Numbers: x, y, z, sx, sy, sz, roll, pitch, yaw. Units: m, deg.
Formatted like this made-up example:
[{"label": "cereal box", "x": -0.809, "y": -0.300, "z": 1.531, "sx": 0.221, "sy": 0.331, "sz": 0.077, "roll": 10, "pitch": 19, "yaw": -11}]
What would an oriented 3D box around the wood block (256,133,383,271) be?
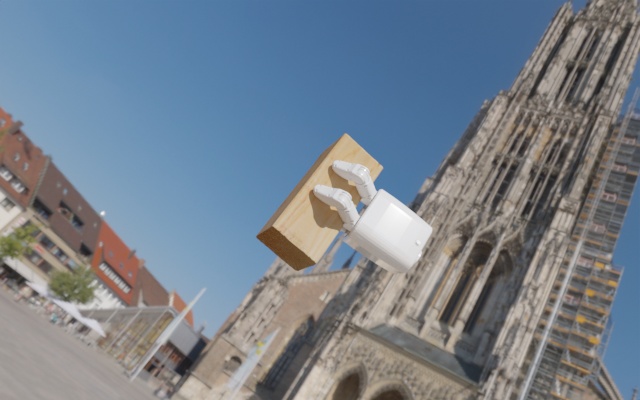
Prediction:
[{"label": "wood block", "x": 0.000, "y": 0.003, "z": 0.777, "sx": 0.090, "sy": 0.206, "sz": 0.091, "roll": 41, "pitch": -27, "yaw": -8}]
